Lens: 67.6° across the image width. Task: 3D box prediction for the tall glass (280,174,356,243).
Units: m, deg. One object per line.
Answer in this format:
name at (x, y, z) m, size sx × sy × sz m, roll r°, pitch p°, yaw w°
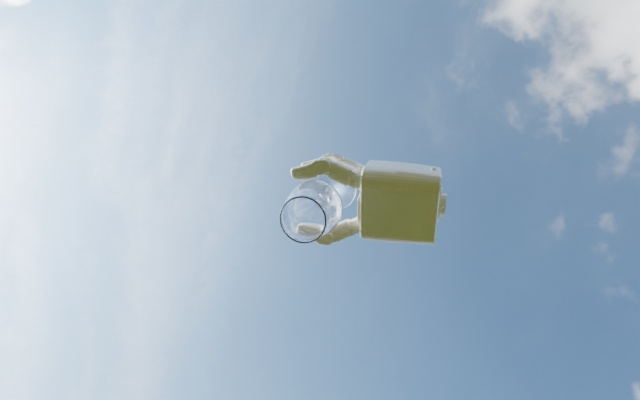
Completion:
tall glass at (0.000, 0.002, 0.695) m, size 0.079 × 0.079 × 0.201 m, roll 0°, pitch 13°, yaw 14°
